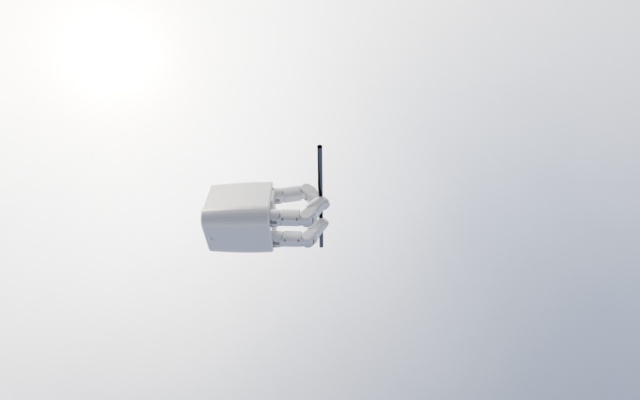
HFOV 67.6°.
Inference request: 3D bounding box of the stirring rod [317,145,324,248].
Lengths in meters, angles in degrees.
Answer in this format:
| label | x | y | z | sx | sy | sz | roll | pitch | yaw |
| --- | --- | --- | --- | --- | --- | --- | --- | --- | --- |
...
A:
| label | x | y | z | sx | sy | sz | roll | pitch | yaw |
| --- | --- | --- | --- | --- | --- | --- | --- | --- | --- |
| stirring rod | 0.000 | 0.002 | 0.771 | 0.011 | 0.011 | 0.240 | 0 | -41 | 1 |
